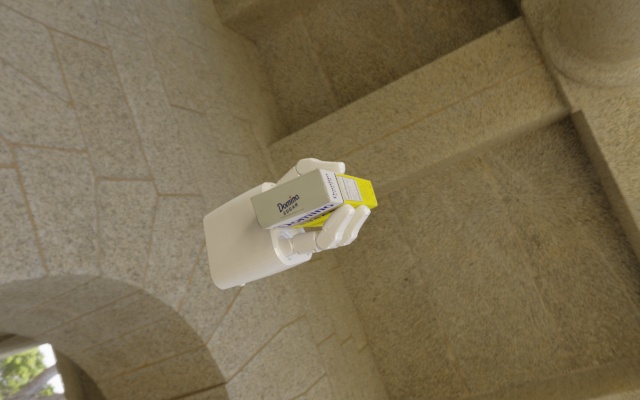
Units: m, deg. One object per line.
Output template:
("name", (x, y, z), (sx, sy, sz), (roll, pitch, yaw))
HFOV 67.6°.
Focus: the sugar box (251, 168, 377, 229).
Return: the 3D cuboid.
("sugar box", (0.000, 0.003, 0.595), (0.093, 0.048, 0.176), (-22, -8, 22))
